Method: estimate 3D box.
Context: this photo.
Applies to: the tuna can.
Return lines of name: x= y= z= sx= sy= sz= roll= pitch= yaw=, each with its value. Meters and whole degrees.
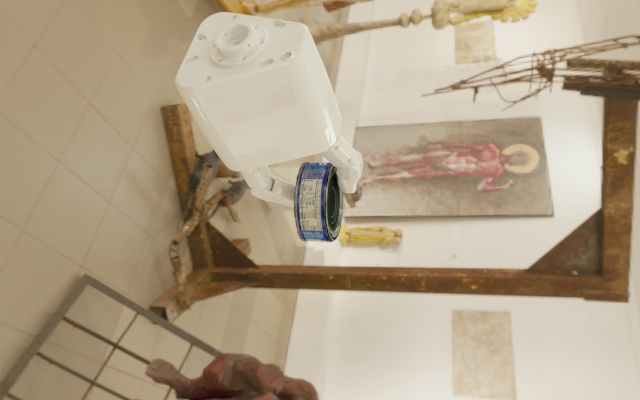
tuna can: x=0.001 y=0.002 z=0.507 sx=0.034 sy=0.086 sz=0.086 roll=1 pitch=0 yaw=14
